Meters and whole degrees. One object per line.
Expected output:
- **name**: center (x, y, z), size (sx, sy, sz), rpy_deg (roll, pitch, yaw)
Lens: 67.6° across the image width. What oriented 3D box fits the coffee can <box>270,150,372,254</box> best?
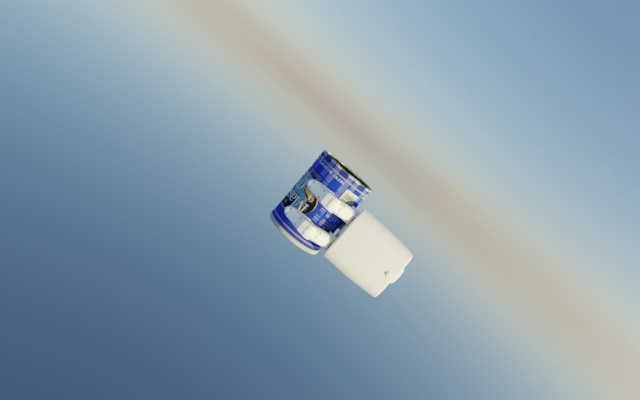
- **coffee can**: center (0.000, 0.003, 0.782), size (0.103, 0.140, 0.102), rpy_deg (40, 9, -8)
